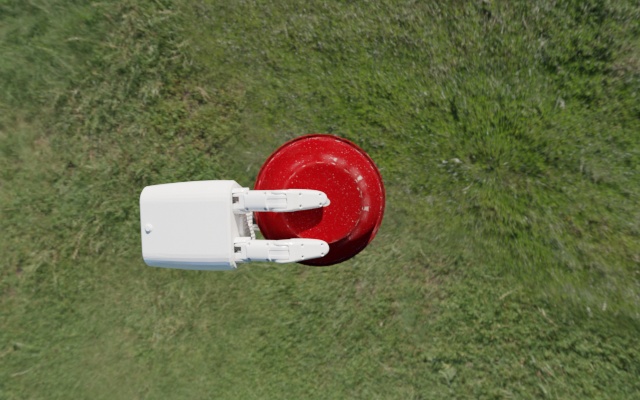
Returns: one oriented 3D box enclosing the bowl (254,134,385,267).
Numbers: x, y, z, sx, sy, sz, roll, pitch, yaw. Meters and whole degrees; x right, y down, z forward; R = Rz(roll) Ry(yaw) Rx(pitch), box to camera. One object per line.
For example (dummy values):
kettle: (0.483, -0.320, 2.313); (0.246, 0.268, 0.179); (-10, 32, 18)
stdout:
bowl: (0.001, 0.001, 0.554); (0.162, 0.162, 0.055); (0, 3, -3)
